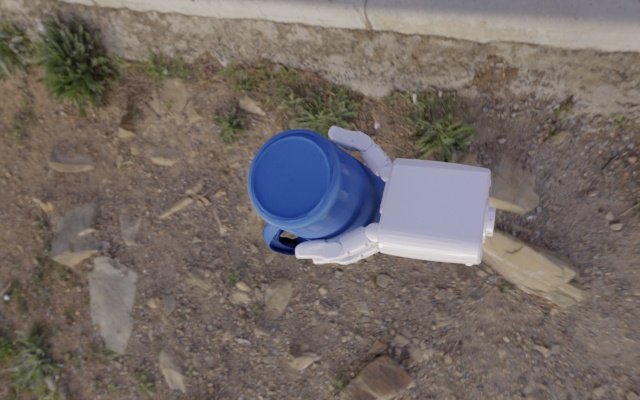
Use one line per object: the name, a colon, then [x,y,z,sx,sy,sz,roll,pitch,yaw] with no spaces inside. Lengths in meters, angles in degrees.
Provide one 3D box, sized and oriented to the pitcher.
pitcher: [0.000,0.002,0.603,0.145,0.149,0.243,8,-6,20]
